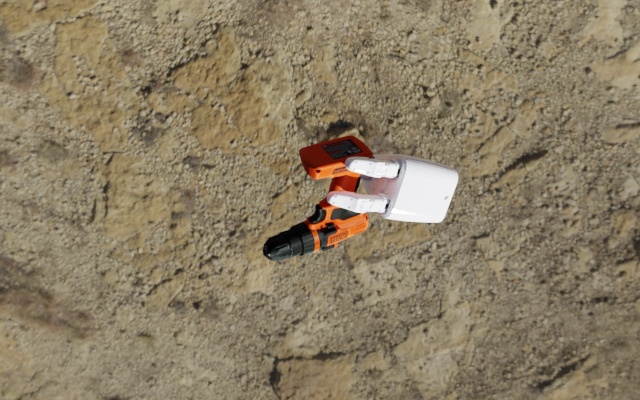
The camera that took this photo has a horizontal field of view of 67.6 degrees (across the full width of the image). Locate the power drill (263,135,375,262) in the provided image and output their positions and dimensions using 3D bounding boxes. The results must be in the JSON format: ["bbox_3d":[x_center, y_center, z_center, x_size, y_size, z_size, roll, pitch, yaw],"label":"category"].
[{"bbox_3d":[0.000,0.002,0.714,0.184,0.188,0.057,-20,50,-27],"label":"power drill"}]
